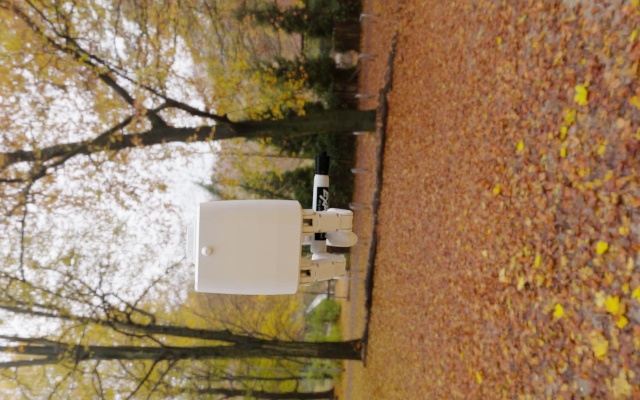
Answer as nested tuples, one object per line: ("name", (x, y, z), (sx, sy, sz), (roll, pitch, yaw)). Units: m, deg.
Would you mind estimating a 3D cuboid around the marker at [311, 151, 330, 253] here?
("marker", (0.000, 0.002, 0.568), (0.020, 0.121, 0.020), (3, 5, 0))
